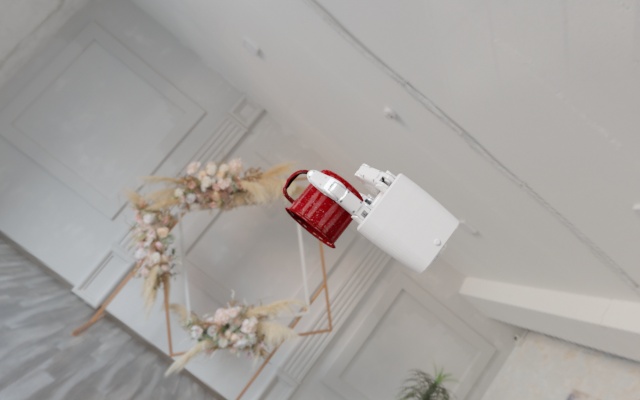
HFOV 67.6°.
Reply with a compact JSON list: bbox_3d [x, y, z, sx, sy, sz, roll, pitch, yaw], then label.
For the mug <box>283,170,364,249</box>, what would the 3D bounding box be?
[{"bbox_3d":[-0.001,0.001,0.695,0.117,0.081,0.093,39,-10,3],"label":"mug"}]
